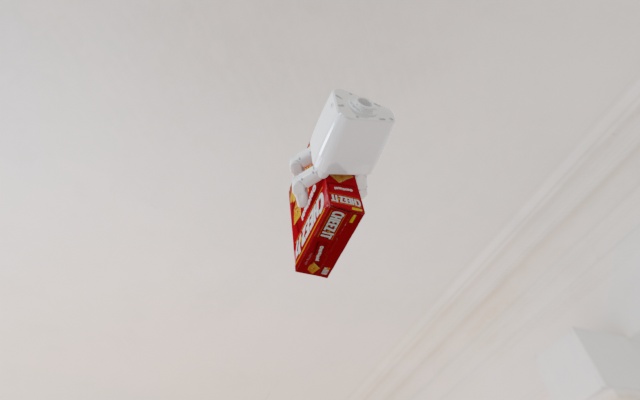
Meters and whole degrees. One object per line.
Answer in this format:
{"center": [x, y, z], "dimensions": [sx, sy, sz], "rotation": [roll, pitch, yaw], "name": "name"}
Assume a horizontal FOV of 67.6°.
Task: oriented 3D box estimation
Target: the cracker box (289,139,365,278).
{"center": [0.000, 0.003, 0.859], "dimensions": [0.072, 0.164, 0.213], "rotation": [12, 38, -18], "name": "cracker box"}
